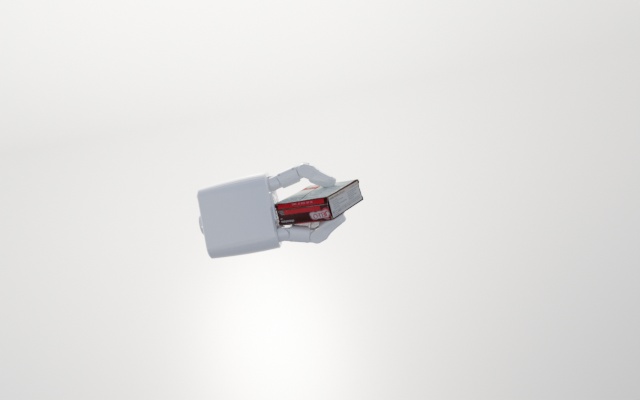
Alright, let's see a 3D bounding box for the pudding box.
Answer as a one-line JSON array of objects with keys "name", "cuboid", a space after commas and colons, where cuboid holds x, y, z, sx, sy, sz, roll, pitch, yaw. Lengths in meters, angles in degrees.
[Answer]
[{"name": "pudding box", "cuboid": [0.000, 0.002, 0.706, 0.090, 0.039, 0.113, -7, 14, 30]}]
